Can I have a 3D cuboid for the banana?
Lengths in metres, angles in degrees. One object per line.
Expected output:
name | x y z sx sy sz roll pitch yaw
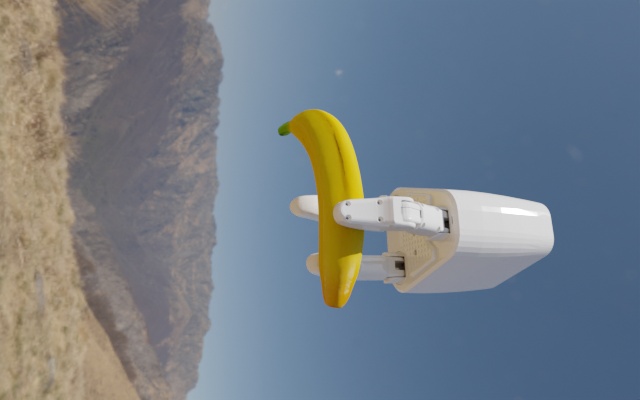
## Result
banana | 0.006 -0.013 0.394 0.037 0.197 0.070 5 -41 -25
